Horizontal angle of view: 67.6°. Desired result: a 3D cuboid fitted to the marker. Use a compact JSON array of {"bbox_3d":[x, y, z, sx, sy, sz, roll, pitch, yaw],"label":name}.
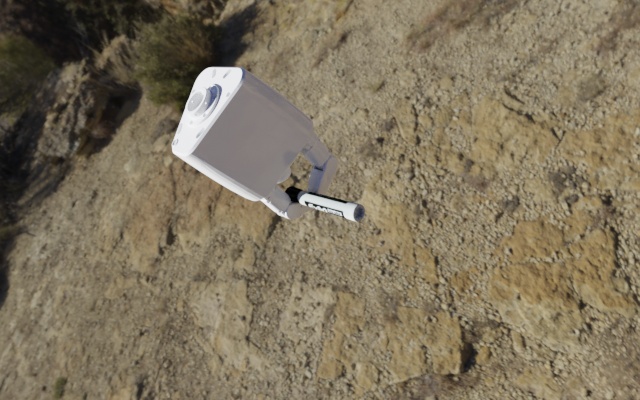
[{"bbox_3d":[0.000,0.002,0.542,0.020,0.020,0.121,0,11,-43],"label":"marker"}]
